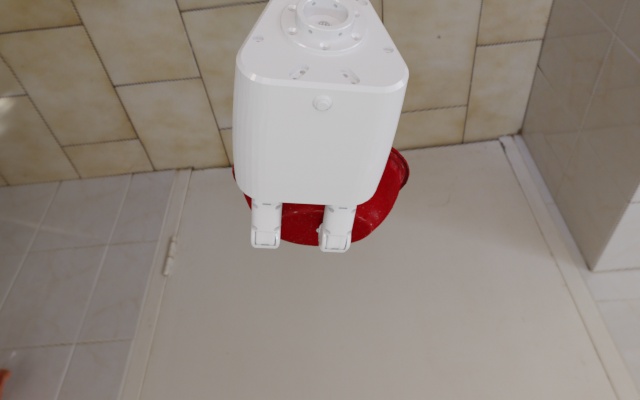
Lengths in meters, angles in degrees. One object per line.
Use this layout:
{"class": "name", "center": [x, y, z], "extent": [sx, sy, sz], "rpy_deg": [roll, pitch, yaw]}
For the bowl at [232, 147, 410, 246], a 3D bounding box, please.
{"class": "bowl", "center": [0.000, 0.002, 0.431], "extent": [0.162, 0.055, 0.162], "rpy_deg": [1, -24, 0]}
